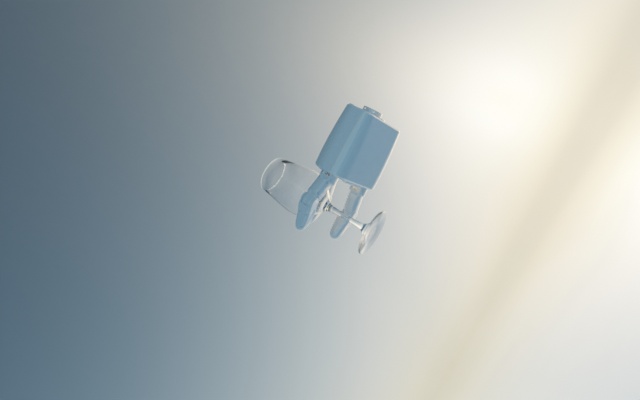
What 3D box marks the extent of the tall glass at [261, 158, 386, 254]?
[{"bbox_3d":[0.001,0.003,0.759,0.201,0.079,0.079,30,12,22],"label":"tall glass"}]
